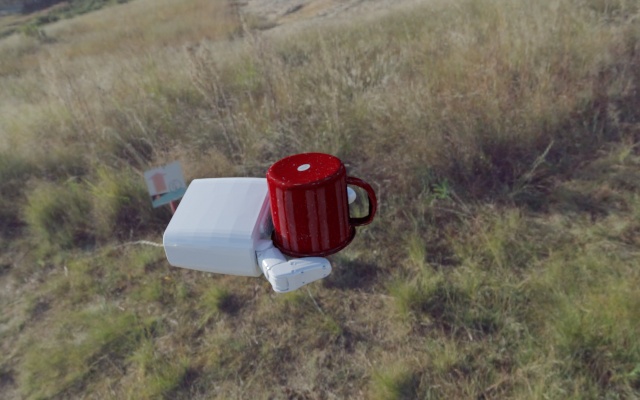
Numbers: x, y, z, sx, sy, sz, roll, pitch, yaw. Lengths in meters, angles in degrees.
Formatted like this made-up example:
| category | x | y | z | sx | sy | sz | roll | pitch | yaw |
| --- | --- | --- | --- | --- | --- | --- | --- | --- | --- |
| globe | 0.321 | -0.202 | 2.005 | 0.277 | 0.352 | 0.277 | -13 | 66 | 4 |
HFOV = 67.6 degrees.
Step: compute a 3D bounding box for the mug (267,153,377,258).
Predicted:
| category | x | y | z | sx | sy | sz | roll | pitch | yaw |
| --- | --- | --- | --- | --- | --- | --- | --- | --- | --- |
| mug | 0.001 | 0.002 | 0.498 | 0.117 | 0.081 | 0.093 | 1 | 30 | 13 |
